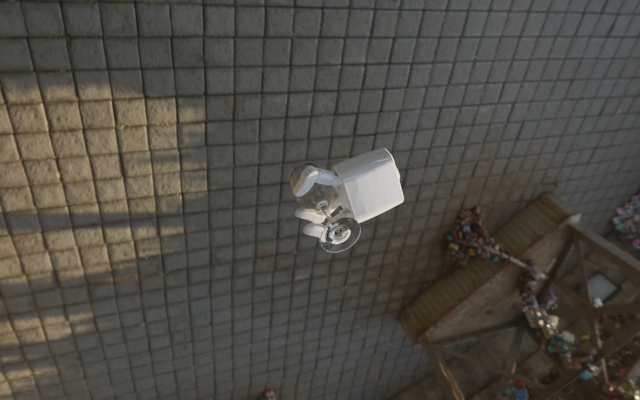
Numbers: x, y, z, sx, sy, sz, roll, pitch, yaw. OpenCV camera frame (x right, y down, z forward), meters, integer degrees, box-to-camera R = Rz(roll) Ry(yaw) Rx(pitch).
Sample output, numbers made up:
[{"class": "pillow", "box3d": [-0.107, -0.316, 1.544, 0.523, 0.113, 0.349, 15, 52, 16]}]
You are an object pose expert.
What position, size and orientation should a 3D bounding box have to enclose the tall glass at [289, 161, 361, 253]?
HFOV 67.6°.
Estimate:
[{"class": "tall glass", "box3d": [0.000, 0.003, 0.875, 0.079, 0.079, 0.201, 0, 34, -25]}]
